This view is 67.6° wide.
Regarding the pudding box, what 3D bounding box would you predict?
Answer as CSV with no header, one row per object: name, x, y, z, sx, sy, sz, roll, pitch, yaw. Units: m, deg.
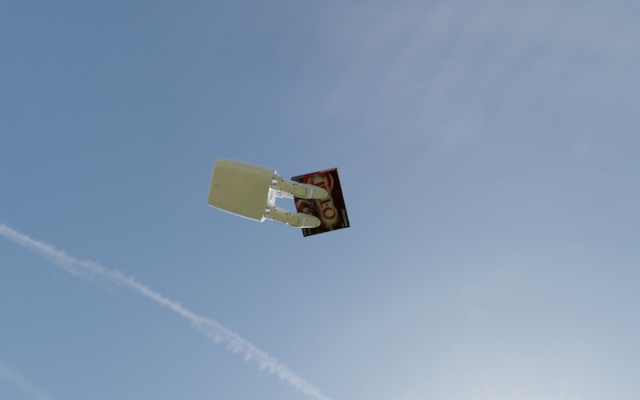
pudding box,0.000,0.003,0.882,0.090,0.113,0.039,-13,12,7
